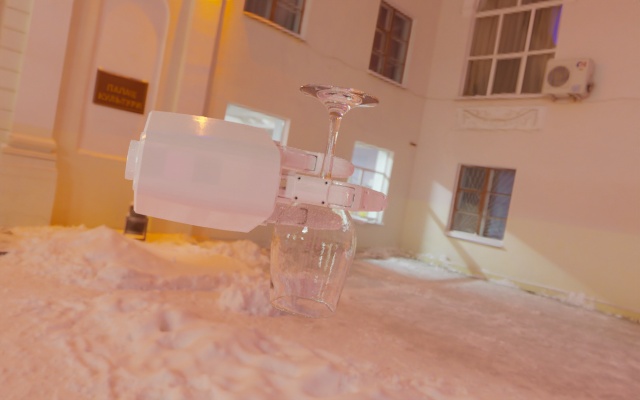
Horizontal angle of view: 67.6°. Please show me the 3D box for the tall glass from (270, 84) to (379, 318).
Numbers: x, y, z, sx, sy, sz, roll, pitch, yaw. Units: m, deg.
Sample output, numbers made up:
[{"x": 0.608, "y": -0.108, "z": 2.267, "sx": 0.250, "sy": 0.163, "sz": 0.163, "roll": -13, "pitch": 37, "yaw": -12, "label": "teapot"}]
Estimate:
[{"x": 0.000, "y": 0.001, "z": 0.440, "sx": 0.079, "sy": 0.201, "sz": 0.079, "roll": 10, "pitch": 2, "yaw": 0, "label": "tall glass"}]
